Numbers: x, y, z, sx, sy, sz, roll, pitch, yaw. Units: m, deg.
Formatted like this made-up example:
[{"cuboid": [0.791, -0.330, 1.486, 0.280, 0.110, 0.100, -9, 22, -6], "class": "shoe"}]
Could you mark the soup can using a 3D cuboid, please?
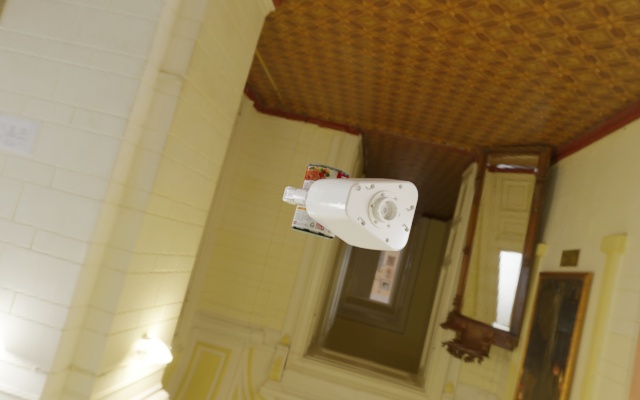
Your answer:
[{"cuboid": [0.000, 0.003, 0.729, 0.068, 0.102, 0.068, 15, -6, 2], "class": "soup can"}]
